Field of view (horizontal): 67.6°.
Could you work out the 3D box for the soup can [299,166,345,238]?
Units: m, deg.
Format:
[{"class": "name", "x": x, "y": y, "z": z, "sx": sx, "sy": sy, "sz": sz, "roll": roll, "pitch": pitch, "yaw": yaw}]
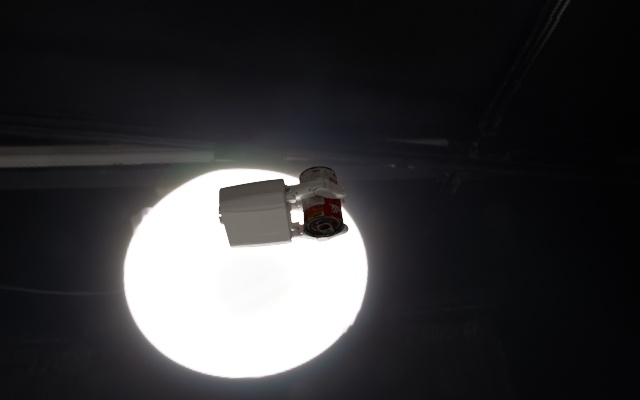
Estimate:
[{"class": "soup can", "x": 0.001, "y": 0.002, "z": 0.799, "sx": 0.068, "sy": 0.102, "sz": 0.068, "roll": -5, "pitch": -33, "yaw": -3}]
